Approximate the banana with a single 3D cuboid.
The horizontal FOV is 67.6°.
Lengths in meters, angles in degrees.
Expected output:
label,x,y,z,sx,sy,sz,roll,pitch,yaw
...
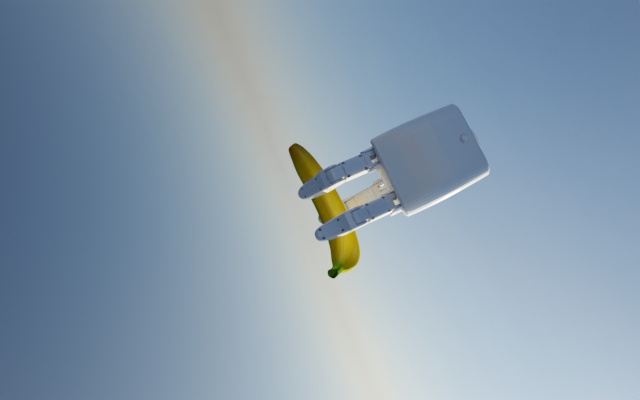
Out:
label,x,y,z,sx,sy,sz,roll,pitch,yaw
banana,0.009,0.012,0.591,0.037,0.197,0.070,-30,-34,13
